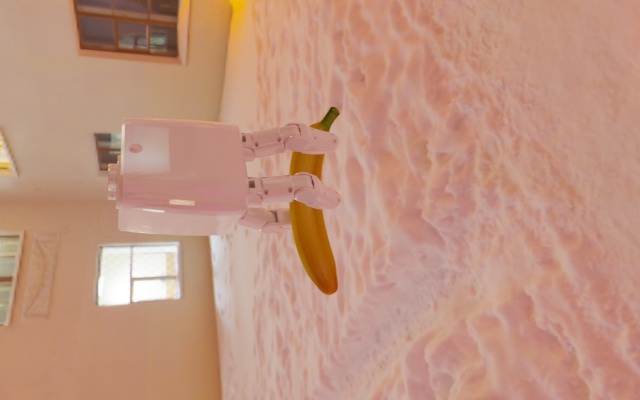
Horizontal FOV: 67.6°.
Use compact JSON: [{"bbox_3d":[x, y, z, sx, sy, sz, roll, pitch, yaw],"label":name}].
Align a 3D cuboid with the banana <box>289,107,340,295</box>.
[{"bbox_3d":[-0.009,0.001,0.513,0.037,0.197,0.069,5,-12,-28],"label":"banana"}]
